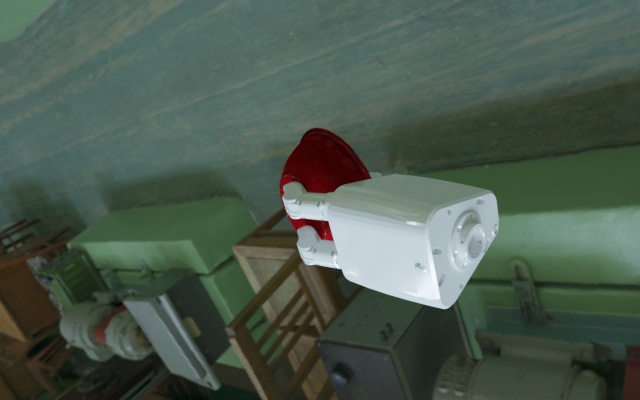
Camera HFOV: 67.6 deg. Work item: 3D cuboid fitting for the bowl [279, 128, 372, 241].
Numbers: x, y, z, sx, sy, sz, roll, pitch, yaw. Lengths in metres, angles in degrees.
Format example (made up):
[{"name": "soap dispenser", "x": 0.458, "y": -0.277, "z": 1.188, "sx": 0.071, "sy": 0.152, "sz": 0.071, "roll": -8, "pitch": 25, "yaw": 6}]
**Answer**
[{"name": "bowl", "x": -0.001, "y": 0.002, "z": 0.548, "sx": 0.055, "sy": 0.162, "sz": 0.162, "roll": -27, "pitch": 12, "yaw": -25}]
